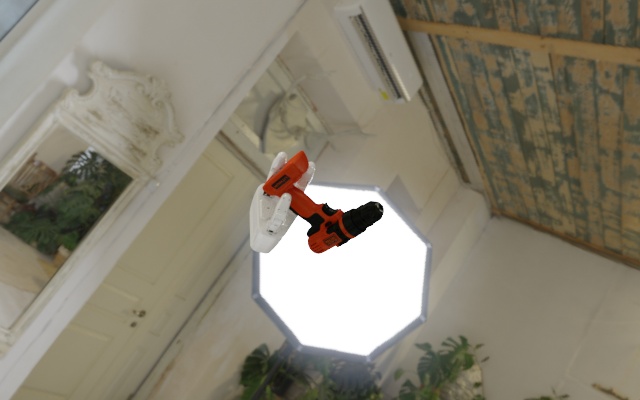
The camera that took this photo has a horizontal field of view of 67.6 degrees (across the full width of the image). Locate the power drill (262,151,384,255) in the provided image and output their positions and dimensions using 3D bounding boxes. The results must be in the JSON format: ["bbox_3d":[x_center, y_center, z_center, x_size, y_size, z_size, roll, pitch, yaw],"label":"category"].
[{"bbox_3d":[0.000,0.003,0.869,0.184,0.188,0.057,-34,14,37],"label":"power drill"}]
